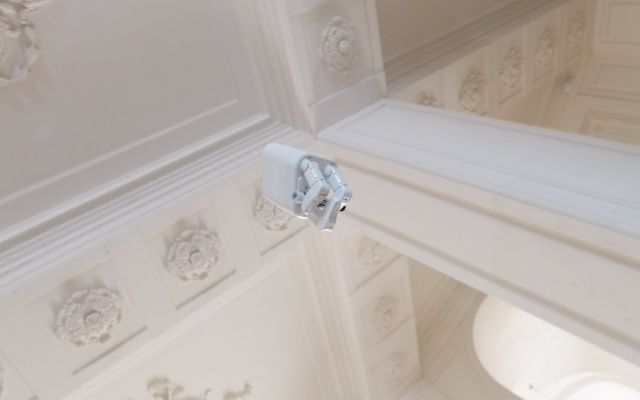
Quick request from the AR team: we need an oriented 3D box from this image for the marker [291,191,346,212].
[{"bbox_3d":[0.000,0.003,0.811,0.020,0.020,0.121,0,-8,45],"label":"marker"}]
